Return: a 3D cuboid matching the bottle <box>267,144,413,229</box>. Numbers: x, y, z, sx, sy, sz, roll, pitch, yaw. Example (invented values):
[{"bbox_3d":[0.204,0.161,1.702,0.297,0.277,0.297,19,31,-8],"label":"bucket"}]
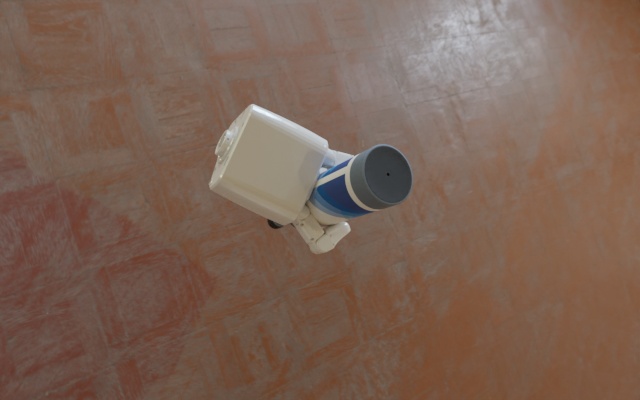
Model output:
[{"bbox_3d":[0.000,0.002,0.626,0.069,0.069,0.296,0,-12,-30],"label":"bottle"}]
